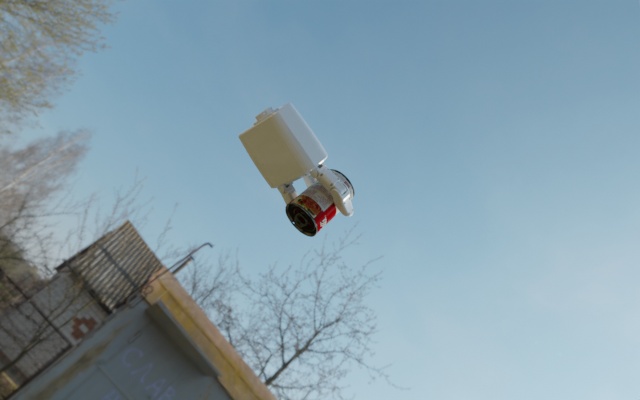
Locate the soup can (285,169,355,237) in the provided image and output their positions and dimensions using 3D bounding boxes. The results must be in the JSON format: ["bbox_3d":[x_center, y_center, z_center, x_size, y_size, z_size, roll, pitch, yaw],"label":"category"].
[{"bbox_3d":[0.001,0.003,0.795,0.102,0.068,0.068,-42,24,-30],"label":"soup can"}]
